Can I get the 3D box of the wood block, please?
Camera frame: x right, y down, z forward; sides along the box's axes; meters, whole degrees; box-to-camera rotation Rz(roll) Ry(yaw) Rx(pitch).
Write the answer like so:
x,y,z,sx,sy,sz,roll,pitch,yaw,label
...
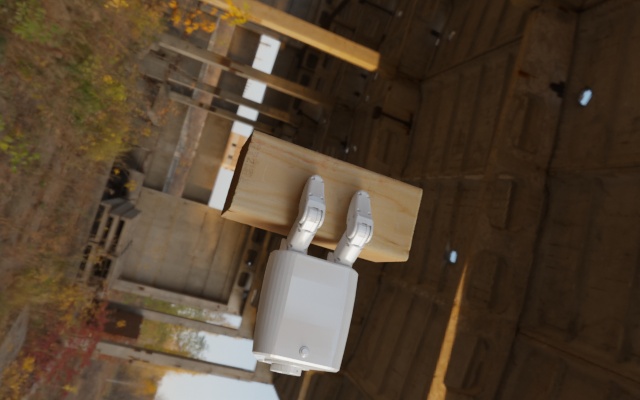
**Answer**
x,y,z,sx,sy,sz,roll,pitch,yaw,label
0.000,0.002,0.558,0.206,0.090,0.091,18,-13,-16,wood block
